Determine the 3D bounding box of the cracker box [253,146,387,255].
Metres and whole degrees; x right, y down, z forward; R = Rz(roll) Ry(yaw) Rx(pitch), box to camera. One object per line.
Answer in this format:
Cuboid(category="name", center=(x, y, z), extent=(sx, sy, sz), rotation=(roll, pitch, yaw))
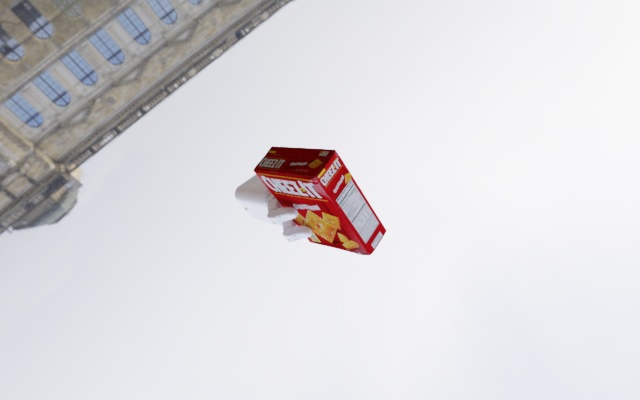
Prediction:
Cuboid(category="cracker box", center=(0.000, 0.003, 0.867), extent=(0.164, 0.072, 0.214), rotation=(9, -35, 44))
